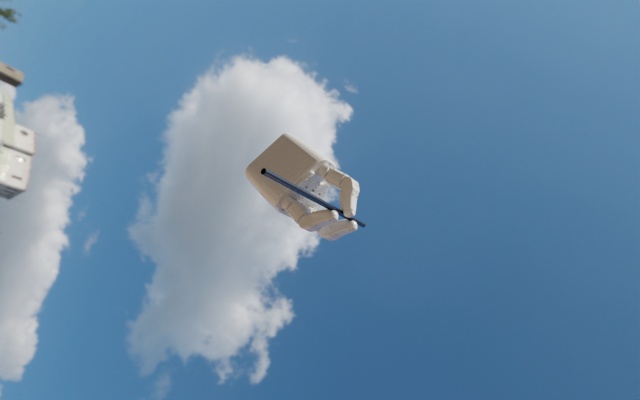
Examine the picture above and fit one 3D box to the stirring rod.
[{"bbox_3d":[0.000,0.002,0.651,0.011,0.011,0.239,0,-18,36],"label":"stirring rod"}]
